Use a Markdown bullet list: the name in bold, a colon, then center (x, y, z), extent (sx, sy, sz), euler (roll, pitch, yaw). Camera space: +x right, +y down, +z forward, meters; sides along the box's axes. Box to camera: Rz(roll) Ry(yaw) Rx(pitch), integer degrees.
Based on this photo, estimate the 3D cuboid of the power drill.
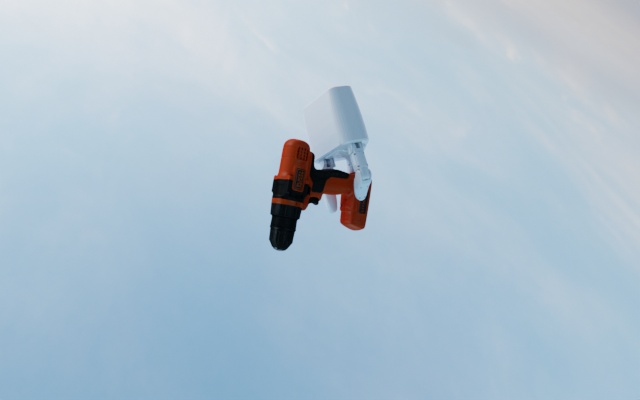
- **power drill**: center (0.000, 0.002, 0.820), extent (0.188, 0.184, 0.057), euler (13, -4, -40)
